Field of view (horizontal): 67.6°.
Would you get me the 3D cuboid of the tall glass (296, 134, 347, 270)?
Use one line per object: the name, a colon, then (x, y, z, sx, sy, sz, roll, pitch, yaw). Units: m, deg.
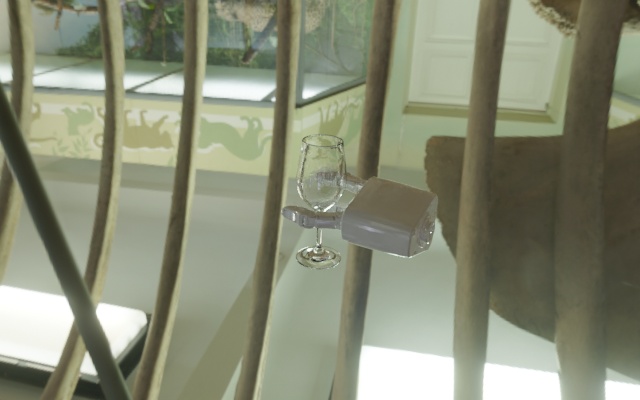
tall glass: (0.000, 0.003, 0.742, 0.079, 0.201, 0.079, 1, 24, -1)
